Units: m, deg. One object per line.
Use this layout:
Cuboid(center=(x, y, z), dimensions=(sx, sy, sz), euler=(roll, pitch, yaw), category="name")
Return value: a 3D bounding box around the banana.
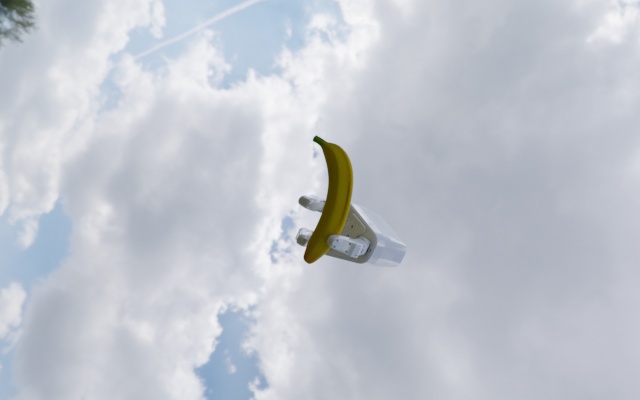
Cuboid(center=(0.015, -0.001, 0.718), dimensions=(0.069, 0.197, 0.037), euler=(0, -10, 38), category="banana")
